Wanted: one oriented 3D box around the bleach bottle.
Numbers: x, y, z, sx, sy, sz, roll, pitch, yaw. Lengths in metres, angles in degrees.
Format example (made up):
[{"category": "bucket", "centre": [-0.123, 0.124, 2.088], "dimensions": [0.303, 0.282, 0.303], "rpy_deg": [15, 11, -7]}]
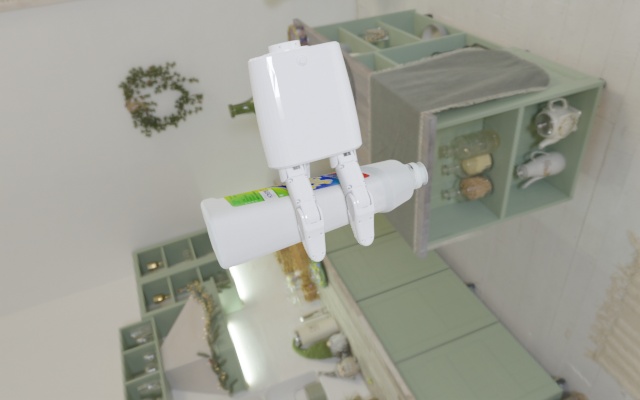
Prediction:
[{"category": "bleach bottle", "centre": [0.000, 0.002, 0.534], "dimensions": [0.251, 0.068, 0.102], "rpy_deg": [-17, 15, -16]}]
